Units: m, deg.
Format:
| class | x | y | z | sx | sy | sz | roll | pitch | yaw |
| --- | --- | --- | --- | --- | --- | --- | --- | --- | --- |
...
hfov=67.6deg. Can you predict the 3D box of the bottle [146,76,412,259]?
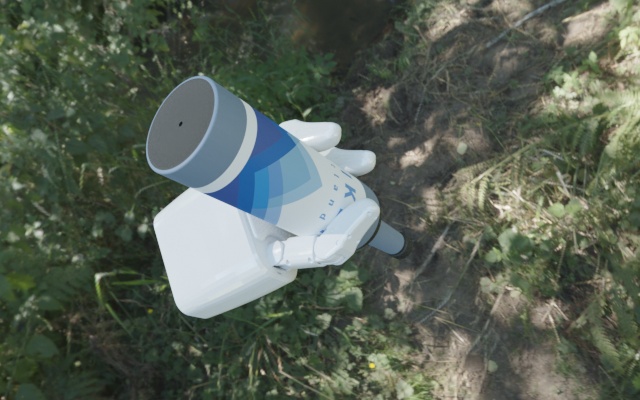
| class | x | y | z | sx | sy | sz | roll | pitch | yaw |
| --- | --- | --- | --- | --- | --- | --- | --- | --- | --- |
| bottle | 0.000 | 0.001 | 0.400 | 0.069 | 0.069 | 0.296 | 0 | -19 | 38 |
